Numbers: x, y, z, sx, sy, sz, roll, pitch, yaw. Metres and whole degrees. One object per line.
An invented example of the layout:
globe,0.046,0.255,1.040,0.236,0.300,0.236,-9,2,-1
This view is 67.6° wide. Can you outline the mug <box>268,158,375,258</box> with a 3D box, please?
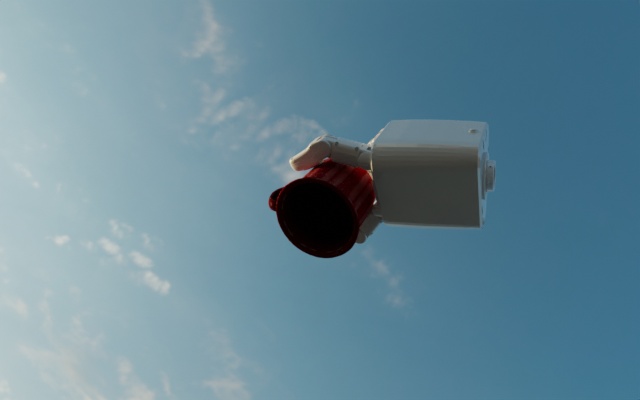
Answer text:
mug,-0.001,0.002,0.526,0.117,0.093,0.081,5,27,23
